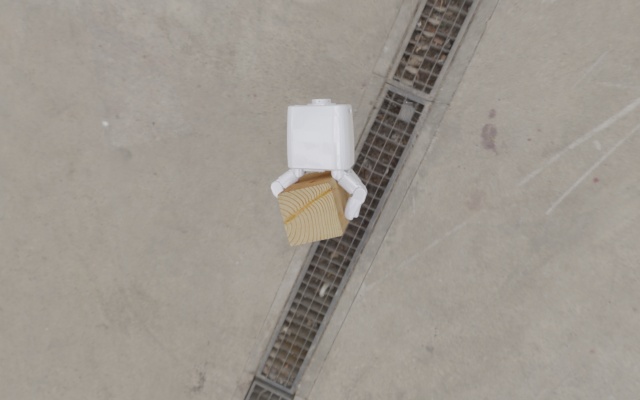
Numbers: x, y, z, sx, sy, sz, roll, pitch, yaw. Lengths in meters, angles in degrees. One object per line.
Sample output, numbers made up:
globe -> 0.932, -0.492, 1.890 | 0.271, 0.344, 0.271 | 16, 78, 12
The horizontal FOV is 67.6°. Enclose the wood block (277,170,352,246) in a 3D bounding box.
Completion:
wood block -> 0.000, 0.002, 0.848 | 0.091, 0.090, 0.206 | -12, 9, 12
